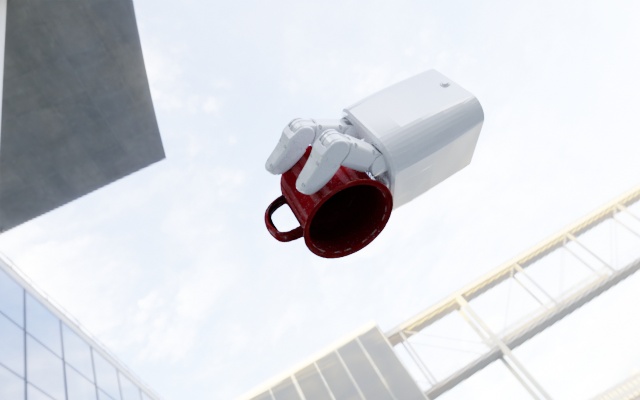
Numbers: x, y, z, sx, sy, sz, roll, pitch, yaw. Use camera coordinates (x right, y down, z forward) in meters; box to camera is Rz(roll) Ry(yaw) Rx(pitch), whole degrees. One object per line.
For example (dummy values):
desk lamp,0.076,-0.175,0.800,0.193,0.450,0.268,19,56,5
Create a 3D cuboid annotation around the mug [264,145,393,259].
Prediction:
mug,-0.001,0.002,0.466,0.117,0.093,0.081,-27,45,-9
